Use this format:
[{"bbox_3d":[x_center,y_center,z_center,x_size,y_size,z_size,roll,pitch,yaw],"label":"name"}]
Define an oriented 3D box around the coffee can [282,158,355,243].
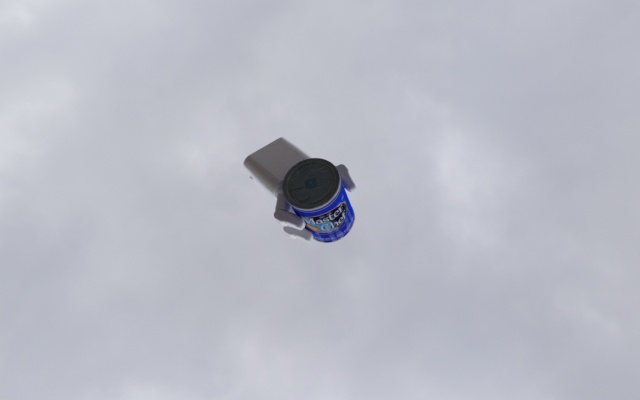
[{"bbox_3d":[0.000,0.003,0.872,0.103,0.102,0.140,0,-29,16],"label":"coffee can"}]
